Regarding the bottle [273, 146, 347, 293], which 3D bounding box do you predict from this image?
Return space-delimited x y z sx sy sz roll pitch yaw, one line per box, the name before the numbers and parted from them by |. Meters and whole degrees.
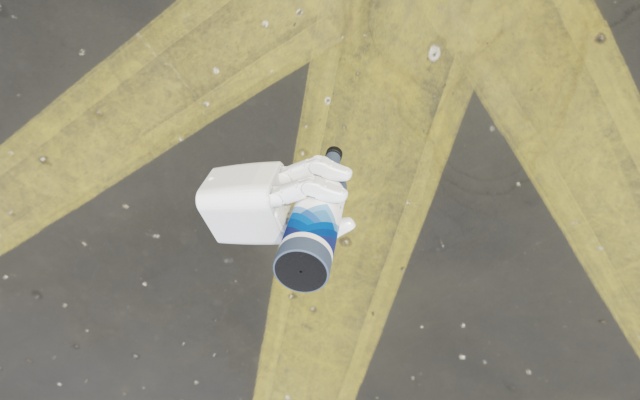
bottle | 0.000 0.002 0.671 0.069 0.069 0.295 0 33 11
